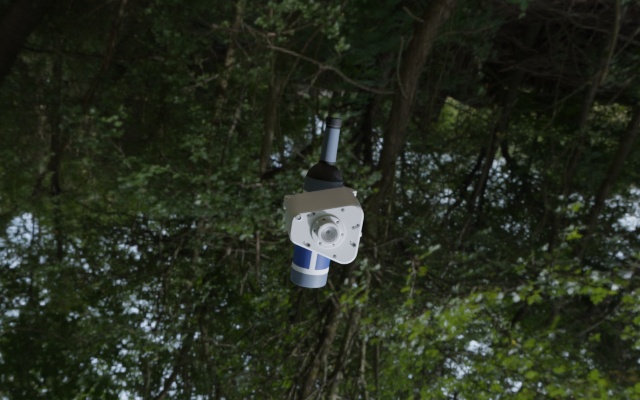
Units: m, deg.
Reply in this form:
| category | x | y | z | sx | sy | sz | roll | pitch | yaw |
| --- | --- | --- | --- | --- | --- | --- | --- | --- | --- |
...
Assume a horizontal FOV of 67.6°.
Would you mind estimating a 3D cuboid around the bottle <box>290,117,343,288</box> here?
| category | x | y | z | sx | sy | sz | roll | pitch | yaw |
| --- | --- | --- | --- | --- | --- | --- | --- | --- | --- |
| bottle | 0.000 | 0.003 | 0.836 | 0.069 | 0.296 | 0.069 | 9 | 12 | -2 |
